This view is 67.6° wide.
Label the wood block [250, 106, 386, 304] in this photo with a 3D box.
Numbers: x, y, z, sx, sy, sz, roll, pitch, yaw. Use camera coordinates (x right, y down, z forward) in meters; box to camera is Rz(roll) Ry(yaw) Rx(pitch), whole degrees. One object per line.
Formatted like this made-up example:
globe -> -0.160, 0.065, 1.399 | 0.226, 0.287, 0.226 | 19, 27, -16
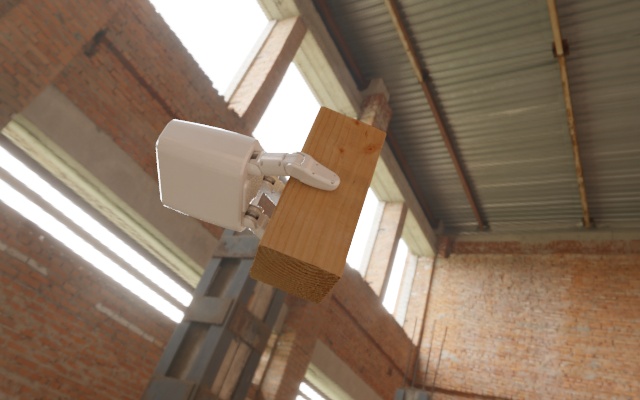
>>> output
wood block -> 0.000, 0.001, 0.564 | 0.090, 0.206, 0.091 | 22, -33, -3
